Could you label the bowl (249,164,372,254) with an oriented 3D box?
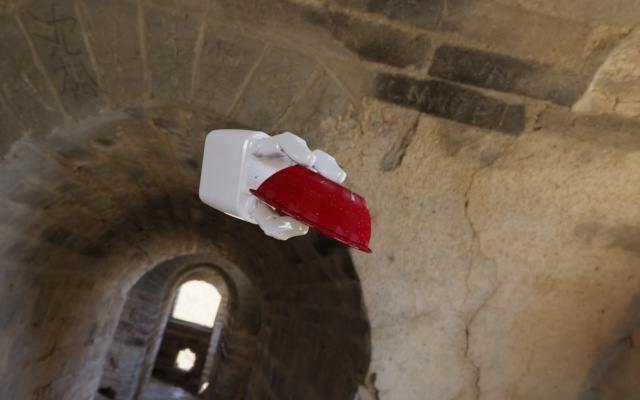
[{"bbox_3d":[0.001,0.002,0.562,0.162,0.055,0.162,28,1,0],"label":"bowl"}]
